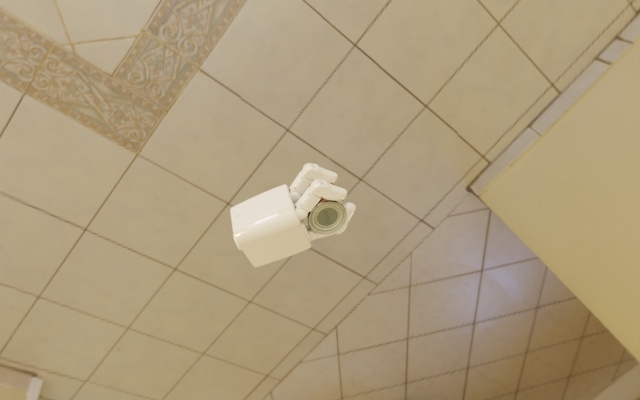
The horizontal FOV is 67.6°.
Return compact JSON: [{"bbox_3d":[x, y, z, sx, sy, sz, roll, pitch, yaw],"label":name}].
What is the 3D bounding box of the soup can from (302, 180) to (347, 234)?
[{"bbox_3d":[0.001,0.003,0.822,0.068,0.068,0.102,0,31,-15],"label":"soup can"}]
